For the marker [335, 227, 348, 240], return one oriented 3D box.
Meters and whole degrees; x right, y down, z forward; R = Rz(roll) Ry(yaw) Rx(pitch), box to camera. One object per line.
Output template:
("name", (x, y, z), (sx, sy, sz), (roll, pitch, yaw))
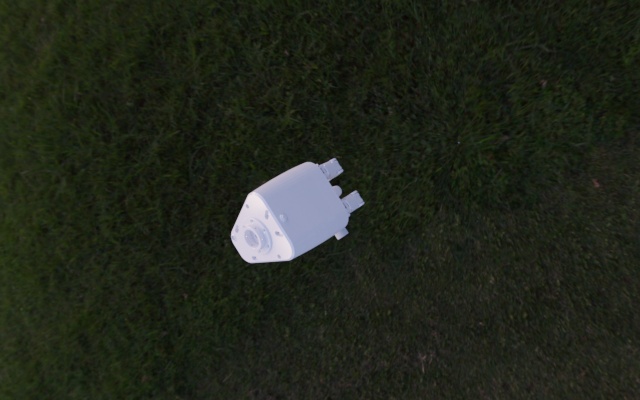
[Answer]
("marker", (0.000, 0.002, 0.702), (0.020, 0.121, 0.020), (-33, -2, -2))
